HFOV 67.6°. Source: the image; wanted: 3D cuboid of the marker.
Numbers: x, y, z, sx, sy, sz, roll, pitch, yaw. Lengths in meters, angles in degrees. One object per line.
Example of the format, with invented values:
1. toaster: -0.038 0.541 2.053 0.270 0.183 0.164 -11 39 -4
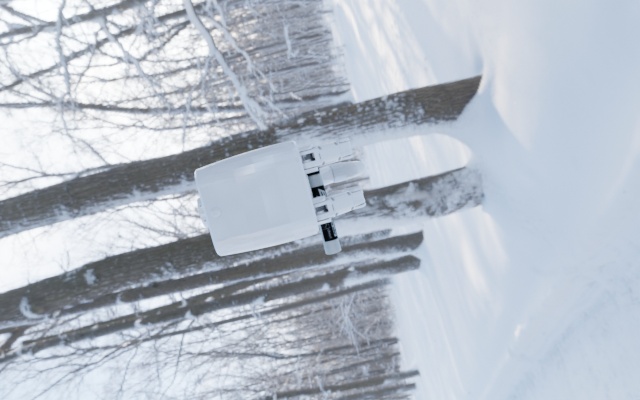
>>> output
1. marker: 0.000 0.002 0.547 0.020 0.121 0.020 -14 6 1
